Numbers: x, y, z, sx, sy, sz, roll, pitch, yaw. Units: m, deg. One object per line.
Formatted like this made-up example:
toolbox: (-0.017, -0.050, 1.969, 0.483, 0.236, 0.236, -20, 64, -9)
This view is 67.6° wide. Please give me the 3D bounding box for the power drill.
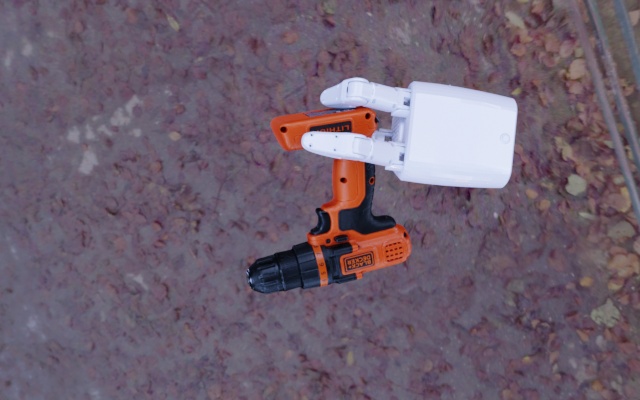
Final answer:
power drill: (0.000, 0.001, 0.504, 0.184, 0.188, 0.057, -13, 20, -12)
